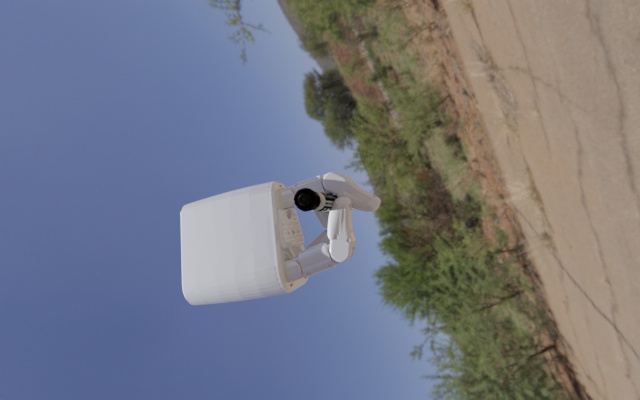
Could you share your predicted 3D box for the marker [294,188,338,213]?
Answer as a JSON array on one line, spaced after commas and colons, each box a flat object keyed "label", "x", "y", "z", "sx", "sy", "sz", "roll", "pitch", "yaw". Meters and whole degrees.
[{"label": "marker", "x": 0.000, "y": 0.001, "z": 0.433, "sx": 0.020, "sy": 0.020, "sz": 0.121, "roll": 0, "pitch": -2, "yaw": 13}]
